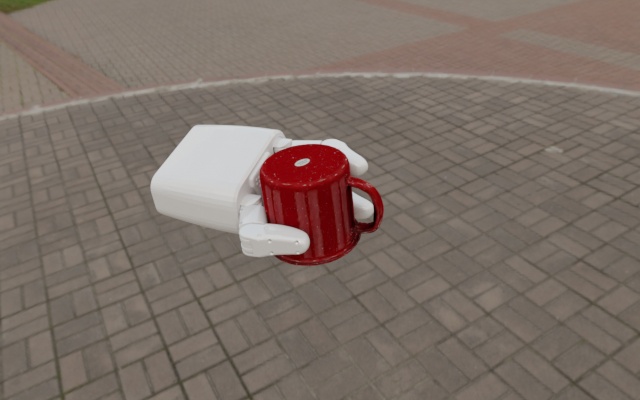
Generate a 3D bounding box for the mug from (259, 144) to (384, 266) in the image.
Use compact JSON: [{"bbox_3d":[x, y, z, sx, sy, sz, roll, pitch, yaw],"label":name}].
[{"bbox_3d":[0.001,0.001,0.438,0.117,0.082,0.093,8,36,22],"label":"mug"}]
